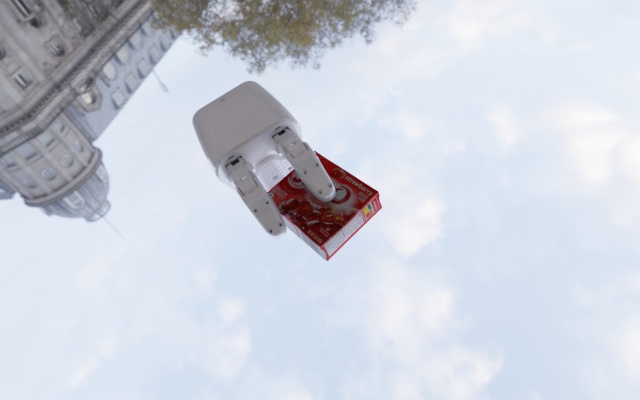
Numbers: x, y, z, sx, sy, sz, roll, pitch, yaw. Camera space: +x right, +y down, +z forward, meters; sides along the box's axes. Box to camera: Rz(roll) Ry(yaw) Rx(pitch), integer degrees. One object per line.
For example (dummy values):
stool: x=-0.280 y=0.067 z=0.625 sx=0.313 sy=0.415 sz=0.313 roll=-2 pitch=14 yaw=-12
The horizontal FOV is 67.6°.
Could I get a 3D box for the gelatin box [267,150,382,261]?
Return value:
gelatin box: x=0.000 y=0.002 z=0.442 sx=0.089 sy=0.073 sz=0.030 roll=37 pitch=-18 yaw=35
